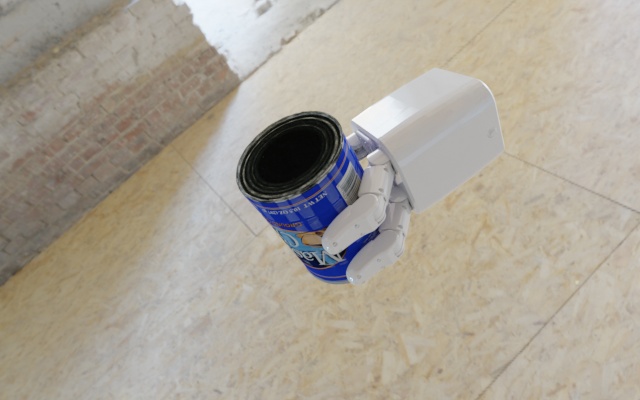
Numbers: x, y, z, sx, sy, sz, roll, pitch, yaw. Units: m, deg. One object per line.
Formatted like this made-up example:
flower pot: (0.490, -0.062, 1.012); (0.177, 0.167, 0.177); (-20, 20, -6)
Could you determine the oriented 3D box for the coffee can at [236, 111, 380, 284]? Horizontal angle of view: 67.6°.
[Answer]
coffee can: (0.000, 0.002, 0.454); (0.103, 0.102, 0.140); (0, -37, 30)
